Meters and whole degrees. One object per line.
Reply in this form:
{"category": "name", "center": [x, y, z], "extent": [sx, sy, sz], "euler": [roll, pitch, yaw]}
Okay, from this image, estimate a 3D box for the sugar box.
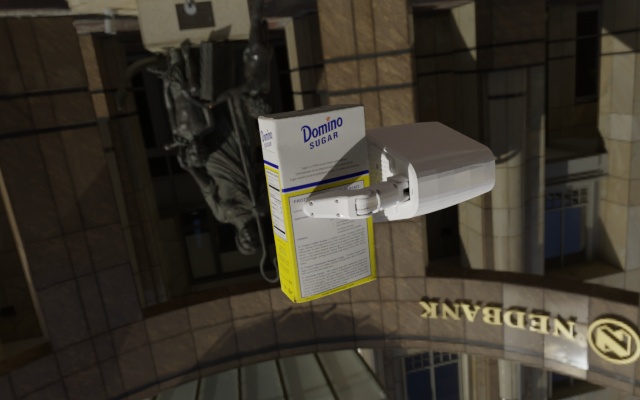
{"category": "sugar box", "center": [0.000, 0.001, 0.456], "extent": [0.093, 0.176, 0.048], "euler": [-13, 16, -25]}
